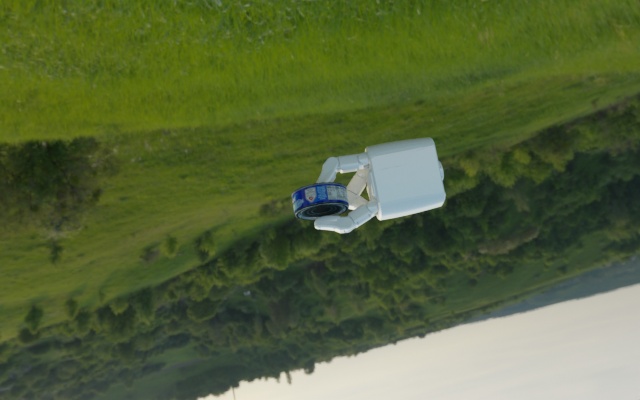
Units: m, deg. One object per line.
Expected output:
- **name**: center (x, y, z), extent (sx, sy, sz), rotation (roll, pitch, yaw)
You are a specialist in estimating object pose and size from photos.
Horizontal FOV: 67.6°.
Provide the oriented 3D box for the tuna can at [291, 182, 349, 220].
- **tuna can**: center (0.000, 0.003, 0.730), extent (0.086, 0.033, 0.086), rotation (-8, -17, -2)
